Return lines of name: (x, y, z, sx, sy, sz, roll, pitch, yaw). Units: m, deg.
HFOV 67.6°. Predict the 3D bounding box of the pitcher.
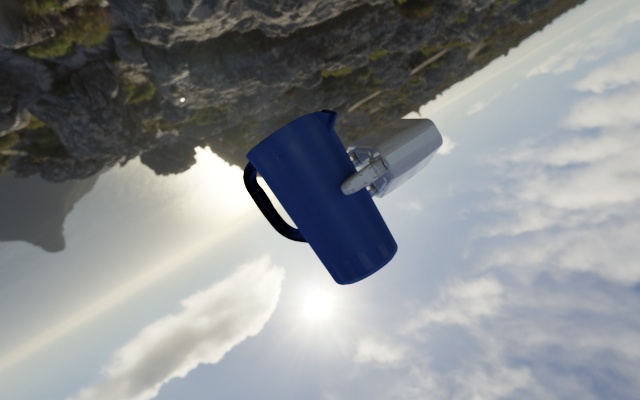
pitcher: (0.000, 0.002, 0.705, 0.145, 0.243, 0.149, -33, 3, -19)
